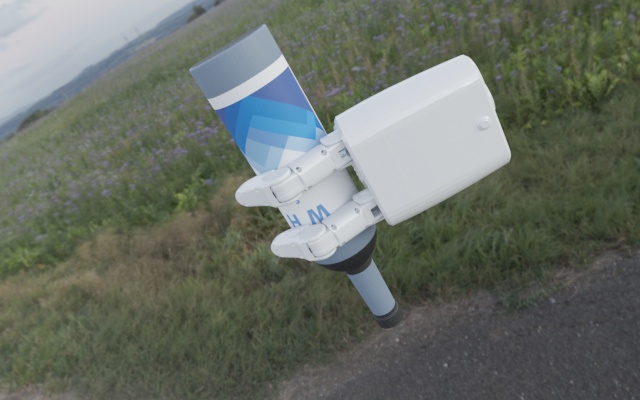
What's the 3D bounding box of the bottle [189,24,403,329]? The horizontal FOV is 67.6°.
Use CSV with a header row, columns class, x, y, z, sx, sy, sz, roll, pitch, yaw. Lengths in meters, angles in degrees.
class,x,y,z,sx,sy,sz,roll,pitch,yaw
bottle,0.000,0.001,0.414,0.069,0.296,0.069,-26,24,12
